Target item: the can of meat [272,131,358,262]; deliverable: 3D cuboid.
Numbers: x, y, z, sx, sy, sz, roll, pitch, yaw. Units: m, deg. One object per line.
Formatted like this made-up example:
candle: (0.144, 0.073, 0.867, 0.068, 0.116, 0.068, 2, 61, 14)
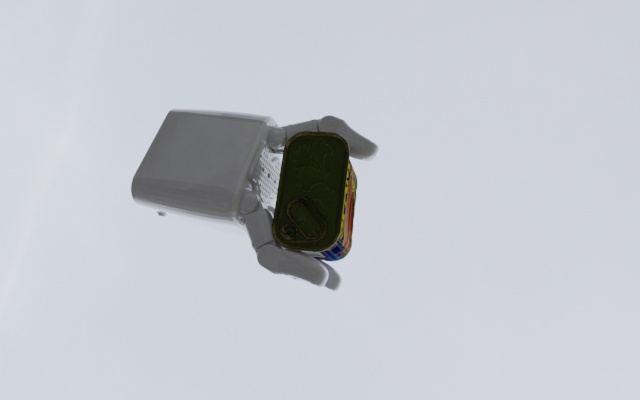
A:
can of meat: (0.000, 0.001, 0.430, 0.057, 0.102, 0.084, 4, -14, 13)
